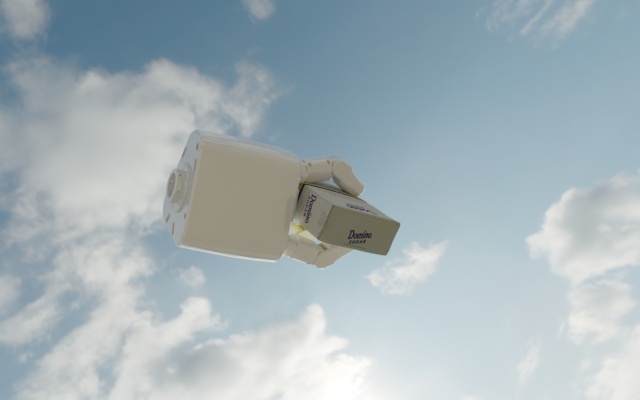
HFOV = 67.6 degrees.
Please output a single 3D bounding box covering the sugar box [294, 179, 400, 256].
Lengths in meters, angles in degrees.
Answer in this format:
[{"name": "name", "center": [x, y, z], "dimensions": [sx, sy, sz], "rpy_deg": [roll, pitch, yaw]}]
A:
[{"name": "sugar box", "center": [0.000, 0.002, 0.543], "dimensions": [0.093, 0.048, 0.176], "rpy_deg": [15, 14, -33]}]
